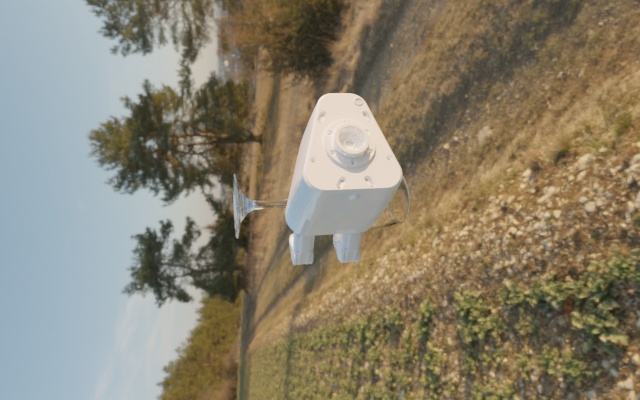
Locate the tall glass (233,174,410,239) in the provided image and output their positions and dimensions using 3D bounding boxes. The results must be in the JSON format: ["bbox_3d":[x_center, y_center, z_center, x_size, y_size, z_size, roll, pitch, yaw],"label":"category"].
[{"bbox_3d":[-0.001,0.002,0.564,0.201,0.079,0.079,-3,0,-12],"label":"tall glass"}]
